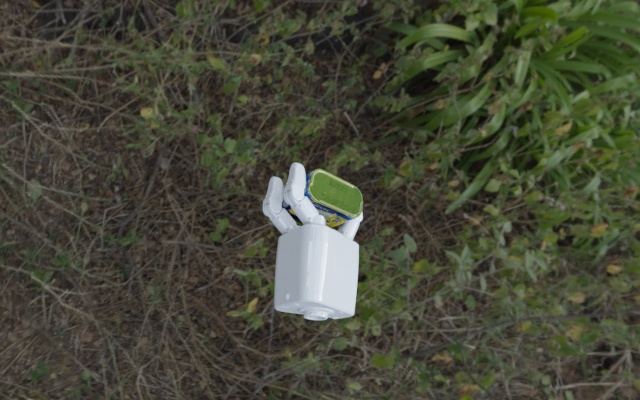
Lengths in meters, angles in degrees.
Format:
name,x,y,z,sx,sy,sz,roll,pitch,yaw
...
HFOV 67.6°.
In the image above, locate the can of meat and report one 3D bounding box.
name,x,y,z,sx,sy,sz,roll,pitch,yaw
can of meat,0.000,0.002,0.709,0.102,0.057,0.084,24,-31,-29
